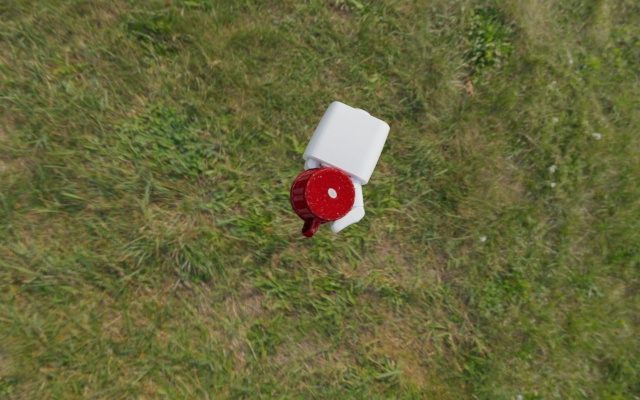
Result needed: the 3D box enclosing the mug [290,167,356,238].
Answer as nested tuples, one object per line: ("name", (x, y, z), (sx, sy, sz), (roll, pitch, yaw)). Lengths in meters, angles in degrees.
("mug", (-0.001, 0.004, 0.739), (0.093, 0.117, 0.081), (27, -8, -12))
